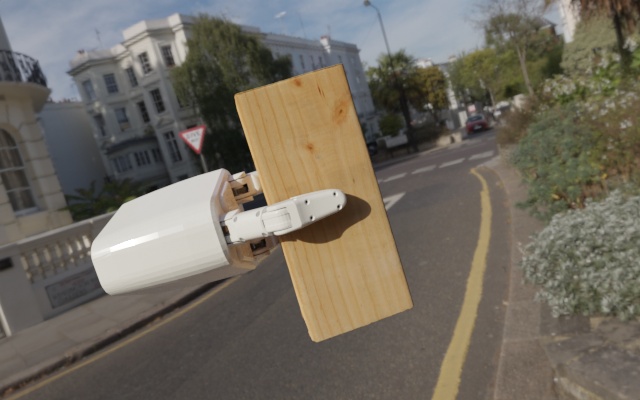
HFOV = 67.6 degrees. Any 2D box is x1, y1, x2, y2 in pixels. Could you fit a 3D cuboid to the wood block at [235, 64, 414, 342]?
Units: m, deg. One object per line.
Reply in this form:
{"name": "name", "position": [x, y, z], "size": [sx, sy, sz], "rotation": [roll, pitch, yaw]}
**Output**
{"name": "wood block", "position": [0.000, 0.001, 0.419], "size": [0.090, 0.206, 0.091], "rotation": [-18, 6, -7]}
